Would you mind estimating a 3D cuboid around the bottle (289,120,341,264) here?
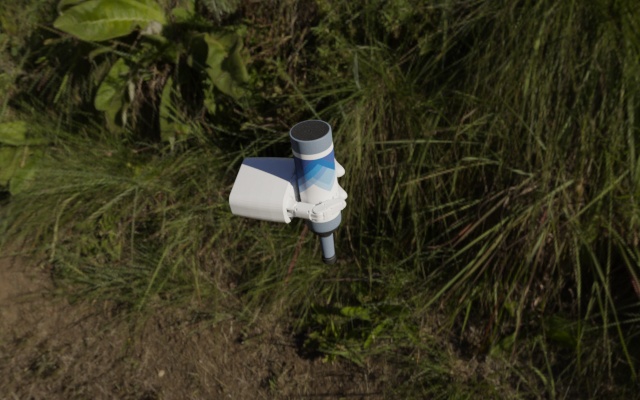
[{"bbox_3d":[0.000,0.003,0.844,0.069,0.296,0.069,-5,39,4],"label":"bottle"}]
